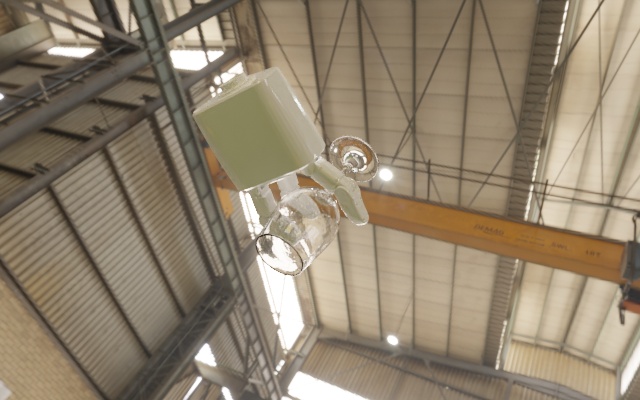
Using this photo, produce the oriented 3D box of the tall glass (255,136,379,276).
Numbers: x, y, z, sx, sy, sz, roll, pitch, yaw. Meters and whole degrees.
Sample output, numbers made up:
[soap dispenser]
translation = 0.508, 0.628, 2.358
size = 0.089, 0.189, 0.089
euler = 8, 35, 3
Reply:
[tall glass]
translation = 0.001, 0.002, 0.589
size = 0.079, 0.079, 0.201
euler = 0, 37, 35
